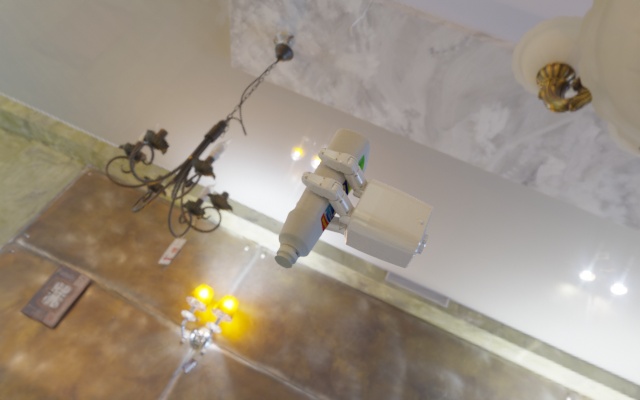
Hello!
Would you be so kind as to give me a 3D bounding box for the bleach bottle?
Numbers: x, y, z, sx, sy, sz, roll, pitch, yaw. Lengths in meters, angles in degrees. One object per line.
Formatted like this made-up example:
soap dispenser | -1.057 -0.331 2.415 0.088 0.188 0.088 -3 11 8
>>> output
bleach bottle | 0.000 0.002 0.737 0.068 0.250 0.103 23 -36 11
